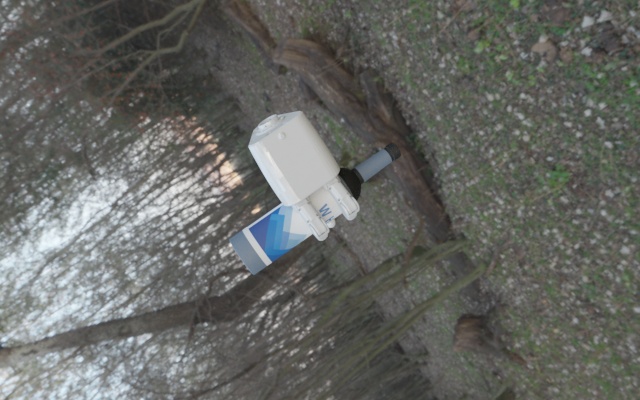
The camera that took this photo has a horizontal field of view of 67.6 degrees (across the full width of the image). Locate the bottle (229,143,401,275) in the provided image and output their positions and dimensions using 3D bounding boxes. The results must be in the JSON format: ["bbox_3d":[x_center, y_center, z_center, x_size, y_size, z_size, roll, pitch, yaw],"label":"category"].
[{"bbox_3d":[0.000,0.003,0.742,0.295,0.069,0.069,-35,4,-6],"label":"bottle"}]
